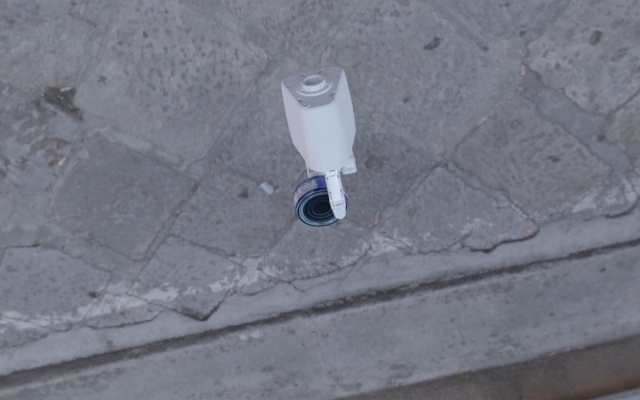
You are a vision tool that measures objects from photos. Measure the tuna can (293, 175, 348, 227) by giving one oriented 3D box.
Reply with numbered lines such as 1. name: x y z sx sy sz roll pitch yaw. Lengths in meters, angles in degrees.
1. tuna can: 0.000 0.003 0.760 0.086 0.086 0.033 0 44 -13
